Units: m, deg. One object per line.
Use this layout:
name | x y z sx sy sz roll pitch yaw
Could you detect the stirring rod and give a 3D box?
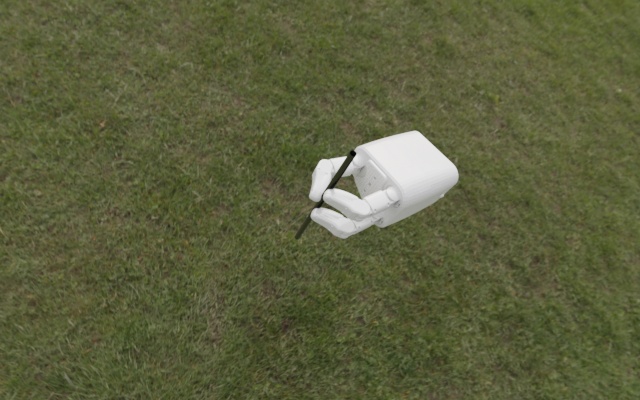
stirring rod | 0.000 0.002 0.627 0.011 0.011 0.240 0 -27 -19
